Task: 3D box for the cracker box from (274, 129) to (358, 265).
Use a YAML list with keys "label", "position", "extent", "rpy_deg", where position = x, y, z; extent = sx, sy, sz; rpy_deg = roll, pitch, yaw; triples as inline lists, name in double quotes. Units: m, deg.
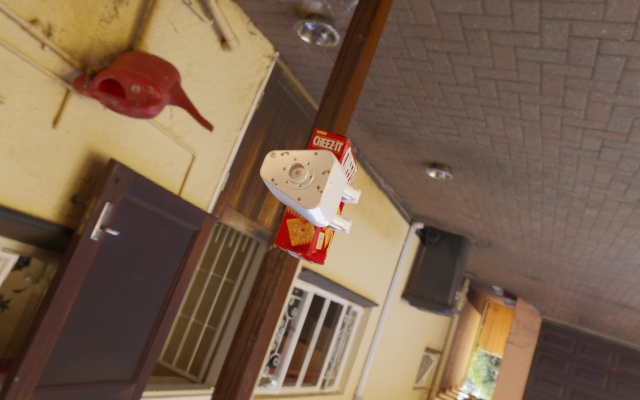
- label: "cracker box"
  position: [0.000, 0.003, 0.869]
  extent: [0.072, 0.213, 0.164]
  rpy_deg: [18, -11, 14]
